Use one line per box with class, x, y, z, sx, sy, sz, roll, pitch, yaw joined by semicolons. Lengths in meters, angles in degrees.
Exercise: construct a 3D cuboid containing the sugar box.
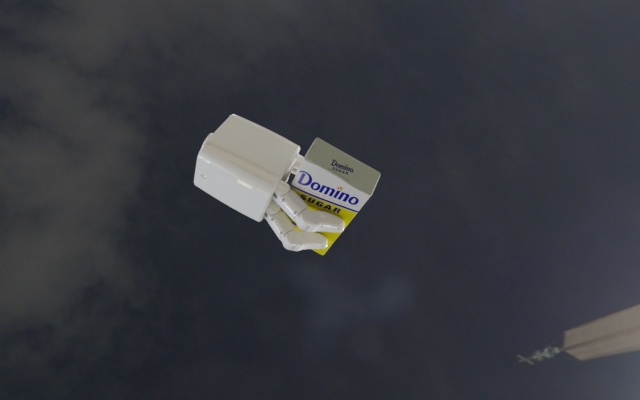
sugar box;0.000;0.002;0.637;0.093;0.048;0.176;29;-34;-2
